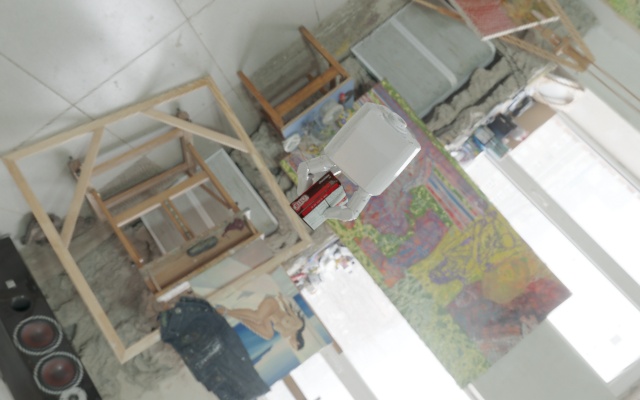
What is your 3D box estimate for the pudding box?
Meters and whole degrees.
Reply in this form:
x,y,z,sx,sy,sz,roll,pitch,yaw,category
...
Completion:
x,y,z,sx,sy,sz,roll,pitch,yaw,category
0.000,0.003,0.830,0.090,0.039,0.113,-40,-18,-2,pudding box
